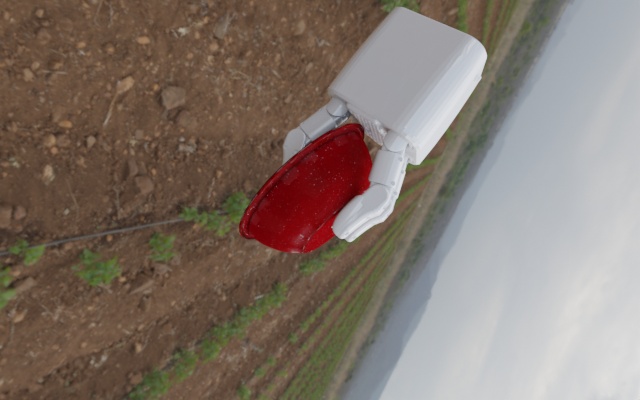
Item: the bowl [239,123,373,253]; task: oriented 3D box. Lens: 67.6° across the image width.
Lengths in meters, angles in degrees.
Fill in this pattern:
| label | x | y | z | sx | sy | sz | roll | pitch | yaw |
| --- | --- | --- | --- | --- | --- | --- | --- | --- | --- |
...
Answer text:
| label | x | y | z | sx | sy | sz | roll | pitch | yaw |
| --- | --- | --- | --- | --- | --- | --- | --- | --- | --- |
| bowl | -0.001 | 0.003 | 0.470 | 0.162 | 0.055 | 0.162 | -39 | -14 | -11 |
